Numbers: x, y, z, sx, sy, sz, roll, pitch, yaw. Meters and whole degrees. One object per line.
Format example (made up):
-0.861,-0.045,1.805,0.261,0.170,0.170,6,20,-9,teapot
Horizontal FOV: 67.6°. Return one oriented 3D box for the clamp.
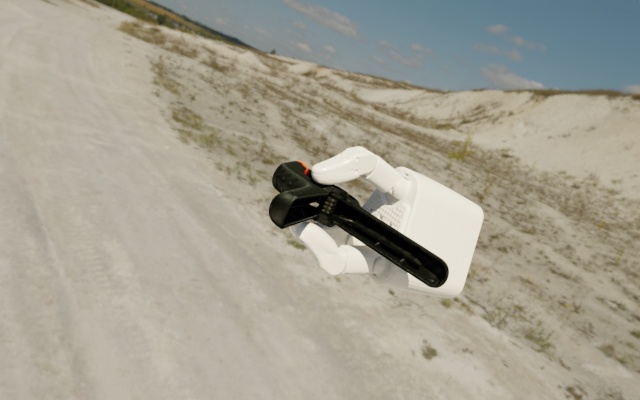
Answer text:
0.000,0.001,0.433,0.164,0.036,0.210,23,10,-33,clamp
